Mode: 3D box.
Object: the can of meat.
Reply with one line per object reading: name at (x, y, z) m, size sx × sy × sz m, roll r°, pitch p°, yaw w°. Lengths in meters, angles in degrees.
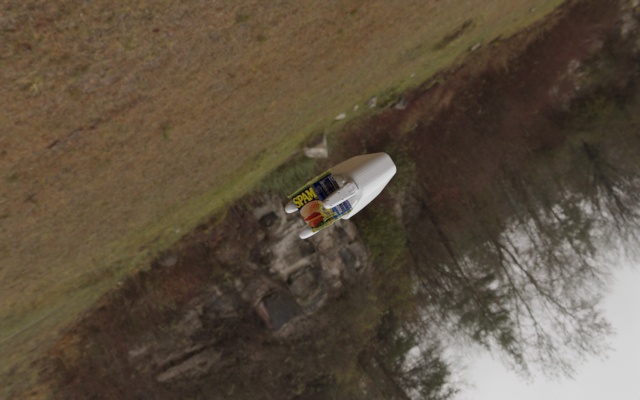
can of meat at (0.000, 0.003, 0.859) m, size 0.057 × 0.084 × 0.102 m, roll -34°, pitch 2°, yaw -38°
